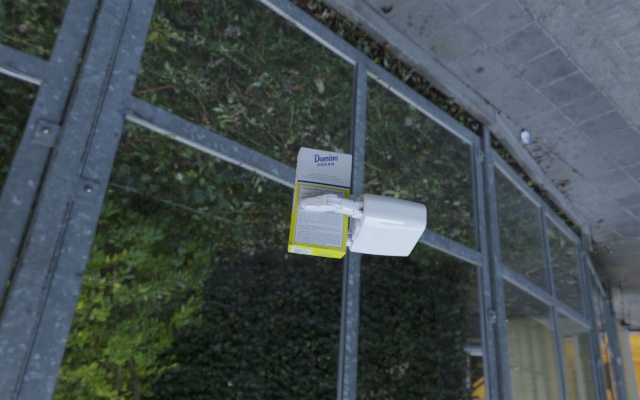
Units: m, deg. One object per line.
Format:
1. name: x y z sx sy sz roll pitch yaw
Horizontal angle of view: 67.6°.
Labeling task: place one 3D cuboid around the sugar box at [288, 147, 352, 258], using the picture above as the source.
1. sugar box: 0.000 0.003 0.805 0.093 0.176 0.048 9 -23 -8
